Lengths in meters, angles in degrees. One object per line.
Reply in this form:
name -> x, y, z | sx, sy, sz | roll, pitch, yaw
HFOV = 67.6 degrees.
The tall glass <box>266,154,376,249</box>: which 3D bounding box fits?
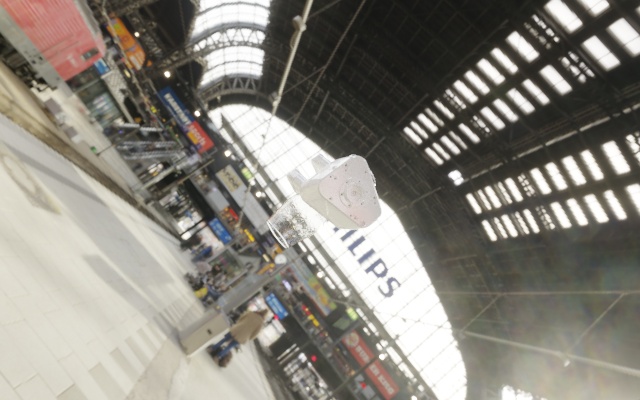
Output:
tall glass -> 0.001, 0.002, 0.861 | 0.201, 0.079, 0.079 | -37, 10, -14
